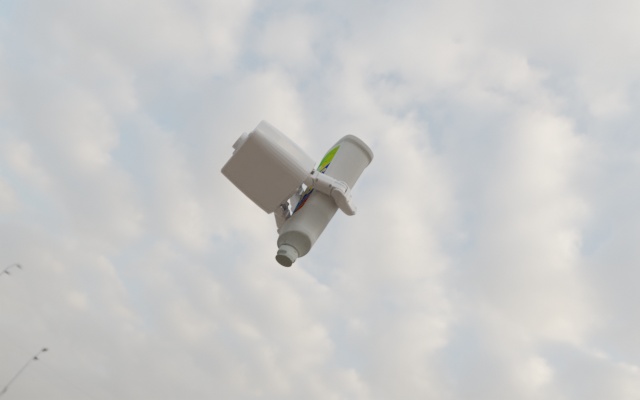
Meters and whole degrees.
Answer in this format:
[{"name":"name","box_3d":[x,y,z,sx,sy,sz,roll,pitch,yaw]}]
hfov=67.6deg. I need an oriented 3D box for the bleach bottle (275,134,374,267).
[{"name":"bleach bottle","box_3d":[0.000,0.003,0.769,0.068,0.250,0.103,40,-41,-11]}]
